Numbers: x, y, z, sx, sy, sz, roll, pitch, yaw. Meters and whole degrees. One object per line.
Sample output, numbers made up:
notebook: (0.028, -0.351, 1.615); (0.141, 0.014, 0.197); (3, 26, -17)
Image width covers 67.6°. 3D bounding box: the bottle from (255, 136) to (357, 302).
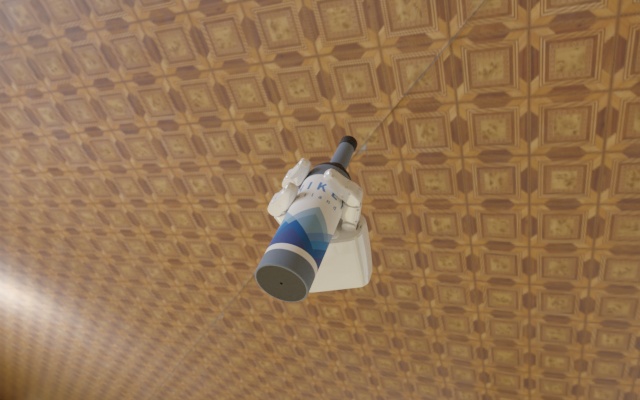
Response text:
bottle: (0.000, 0.002, 0.651); (0.069, 0.069, 0.295); (0, 40, 24)
